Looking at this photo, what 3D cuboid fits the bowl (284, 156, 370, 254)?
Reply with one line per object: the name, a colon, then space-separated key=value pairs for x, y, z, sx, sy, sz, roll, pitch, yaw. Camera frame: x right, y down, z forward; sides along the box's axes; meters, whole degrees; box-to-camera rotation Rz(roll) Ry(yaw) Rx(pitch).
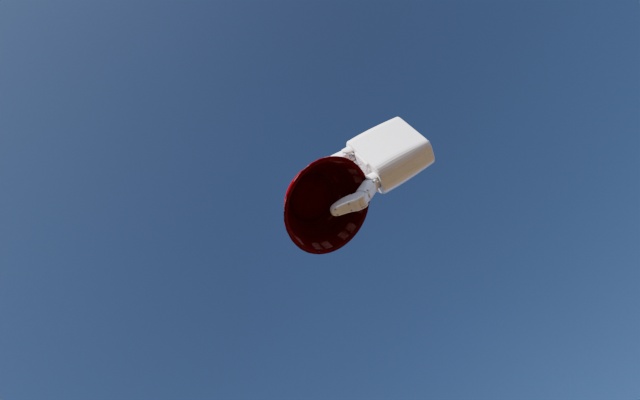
bowl: x=-0.001 y=0.003 z=0.771 sx=0.162 sy=0.162 sz=0.055 roll=0 pitch=16 yaw=-34
